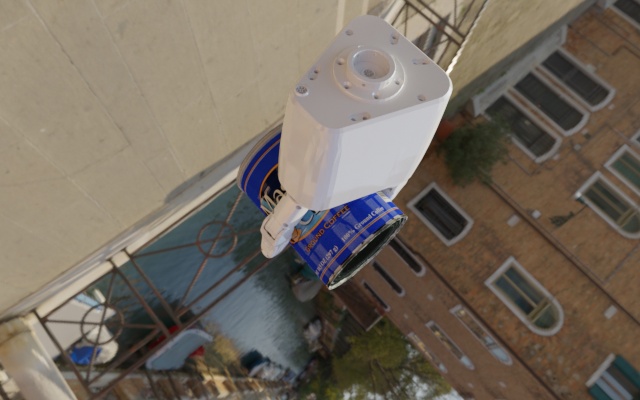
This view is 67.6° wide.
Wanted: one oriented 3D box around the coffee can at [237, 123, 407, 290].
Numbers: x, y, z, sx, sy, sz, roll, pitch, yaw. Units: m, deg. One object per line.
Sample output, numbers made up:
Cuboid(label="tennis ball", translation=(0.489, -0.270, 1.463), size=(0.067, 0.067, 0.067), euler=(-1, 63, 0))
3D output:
Cuboid(label="coffee can", translation=(0.000, 0.002, 0.474), size=(0.103, 0.140, 0.103), euler=(-39, -16, -14))
